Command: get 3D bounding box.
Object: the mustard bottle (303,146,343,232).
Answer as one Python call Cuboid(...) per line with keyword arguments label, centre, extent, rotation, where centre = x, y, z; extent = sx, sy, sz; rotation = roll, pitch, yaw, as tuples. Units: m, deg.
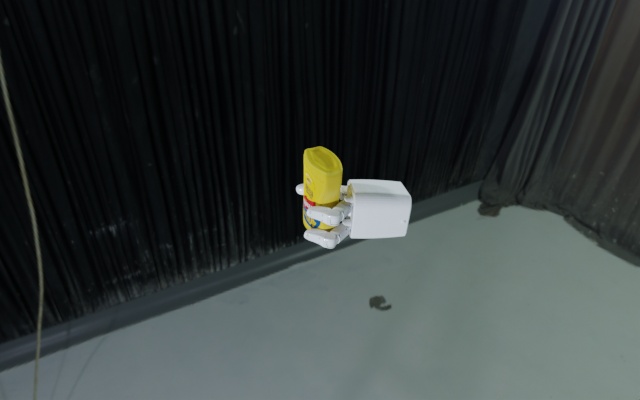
Cuboid(label="mustard bottle", centre=(0.000, 0.003, 0.889), extent=(0.058, 0.192, 0.096), rotation=(-15, 41, -22))
